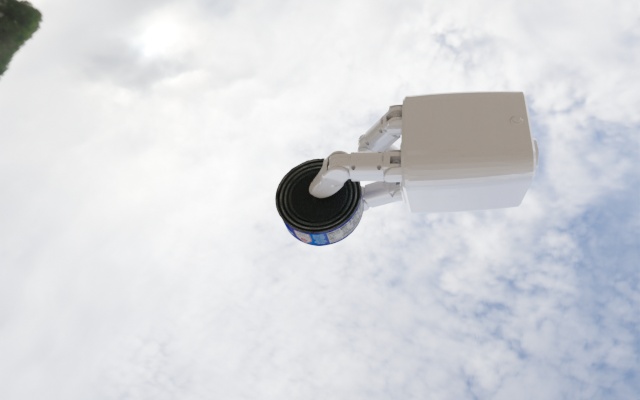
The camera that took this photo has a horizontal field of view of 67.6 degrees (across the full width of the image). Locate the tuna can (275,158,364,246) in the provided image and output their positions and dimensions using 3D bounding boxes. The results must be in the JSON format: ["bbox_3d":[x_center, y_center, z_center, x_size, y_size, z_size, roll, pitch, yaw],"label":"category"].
[{"bbox_3d":[0.000,0.002,0.478,0.086,0.086,0.034,0,-31,12],"label":"tuna can"}]
